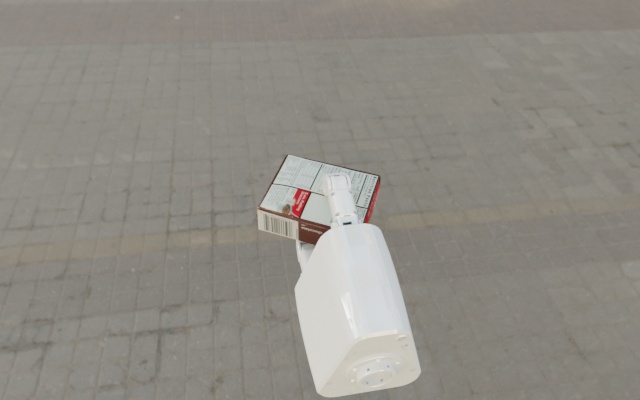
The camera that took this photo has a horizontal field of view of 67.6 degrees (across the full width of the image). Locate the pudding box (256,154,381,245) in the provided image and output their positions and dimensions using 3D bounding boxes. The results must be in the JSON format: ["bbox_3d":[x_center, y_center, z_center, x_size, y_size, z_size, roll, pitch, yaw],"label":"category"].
[{"bbox_3d":[0.000,0.002,0.510,0.113,0.090,0.039,15,-41,10],"label":"pudding box"}]
